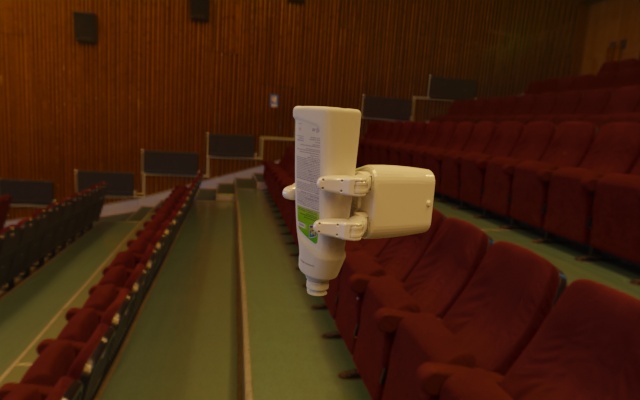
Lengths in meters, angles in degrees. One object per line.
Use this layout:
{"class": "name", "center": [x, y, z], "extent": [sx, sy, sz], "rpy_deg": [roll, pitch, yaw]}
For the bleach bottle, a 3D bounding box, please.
{"class": "bleach bottle", "center": [0.000, 0.002, 0.645], "extent": [0.068, 0.251, 0.102], "rpy_deg": [-1, 11, -29]}
